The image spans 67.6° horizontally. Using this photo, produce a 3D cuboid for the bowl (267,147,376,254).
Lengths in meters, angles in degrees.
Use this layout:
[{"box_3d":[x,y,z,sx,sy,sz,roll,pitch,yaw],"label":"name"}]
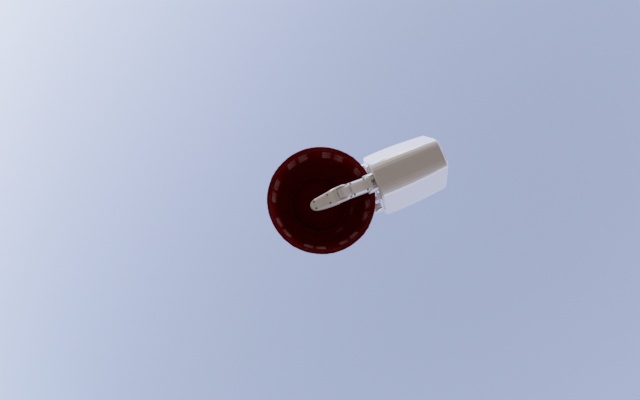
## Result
[{"box_3d":[-0.001,0.003,0.733,0.162,0.162,0.055,0,-8,-4],"label":"bowl"}]
